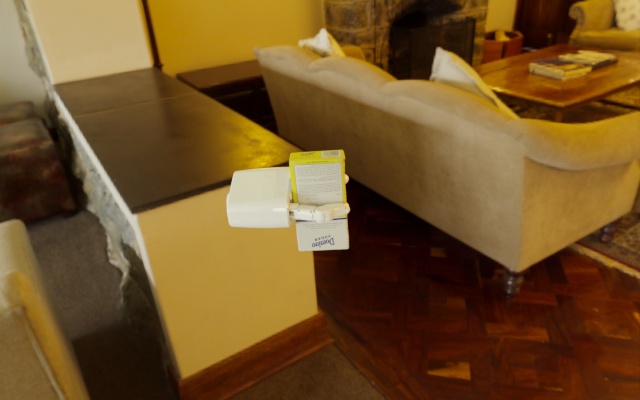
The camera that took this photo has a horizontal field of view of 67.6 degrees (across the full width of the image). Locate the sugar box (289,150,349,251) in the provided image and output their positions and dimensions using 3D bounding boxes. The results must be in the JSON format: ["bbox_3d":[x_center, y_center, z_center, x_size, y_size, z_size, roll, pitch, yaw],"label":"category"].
[{"bbox_3d":[0.000,0.002,0.836,0.093,0.176,0.048,-3,28,3],"label":"sugar box"}]
